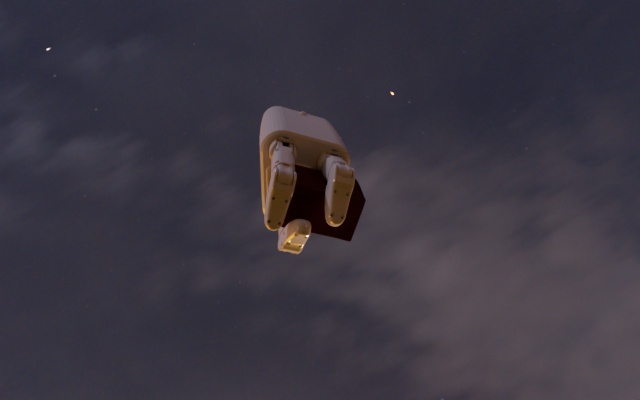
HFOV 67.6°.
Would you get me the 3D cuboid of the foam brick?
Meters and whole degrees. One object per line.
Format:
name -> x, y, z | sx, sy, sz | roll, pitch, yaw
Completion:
foam brick -> 0.000, 0.002, 0.502 | 0.078, 0.053, 0.051 | 14, 25, -15
